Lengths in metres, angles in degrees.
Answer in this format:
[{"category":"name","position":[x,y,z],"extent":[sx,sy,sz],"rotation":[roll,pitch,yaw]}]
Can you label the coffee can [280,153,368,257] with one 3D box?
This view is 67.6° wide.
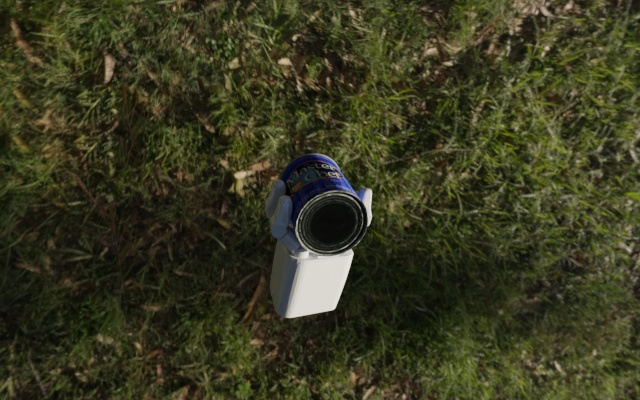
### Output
[{"category":"coffee can","position":[0.000,0.002,0.704],"extent":[0.103,0.103,0.140],"rotation":[0,26,-15]}]
